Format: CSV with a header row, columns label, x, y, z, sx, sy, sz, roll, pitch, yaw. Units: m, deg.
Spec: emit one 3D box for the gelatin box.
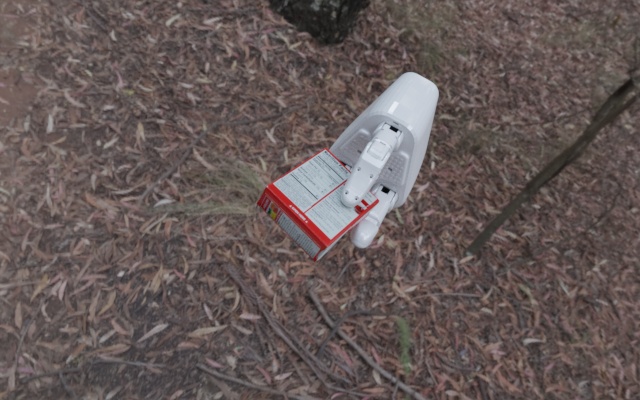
label,x,y,z,sx,sy,sz,roll,pitch,yaw
gelatin box,0.000,0.001,0.427,0.089,0.073,0.030,-37,-12,-43
